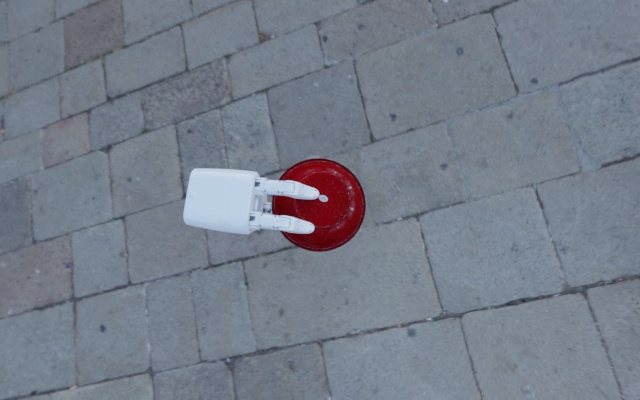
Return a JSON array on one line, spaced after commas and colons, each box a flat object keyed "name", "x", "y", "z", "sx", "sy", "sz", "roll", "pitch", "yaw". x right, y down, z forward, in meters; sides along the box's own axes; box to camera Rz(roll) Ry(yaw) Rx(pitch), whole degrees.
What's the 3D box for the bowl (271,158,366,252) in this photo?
[{"name": "bowl", "x": 0.001, "y": 0.002, "z": 0.788, "sx": 0.162, "sy": 0.162, "sz": 0.055, "roll": 0, "pitch": -9, "yaw": -6}]
